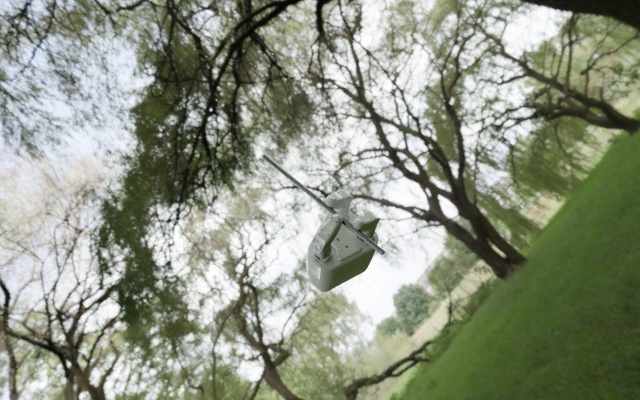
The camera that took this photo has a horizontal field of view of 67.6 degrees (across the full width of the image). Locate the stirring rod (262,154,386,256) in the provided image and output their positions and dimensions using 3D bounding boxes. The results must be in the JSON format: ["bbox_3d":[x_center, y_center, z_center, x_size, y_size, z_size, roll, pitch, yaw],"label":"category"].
[{"bbox_3d":[0.000,0.002,0.704,0.239,0.011,0.011,39,15,20],"label":"stirring rod"}]
